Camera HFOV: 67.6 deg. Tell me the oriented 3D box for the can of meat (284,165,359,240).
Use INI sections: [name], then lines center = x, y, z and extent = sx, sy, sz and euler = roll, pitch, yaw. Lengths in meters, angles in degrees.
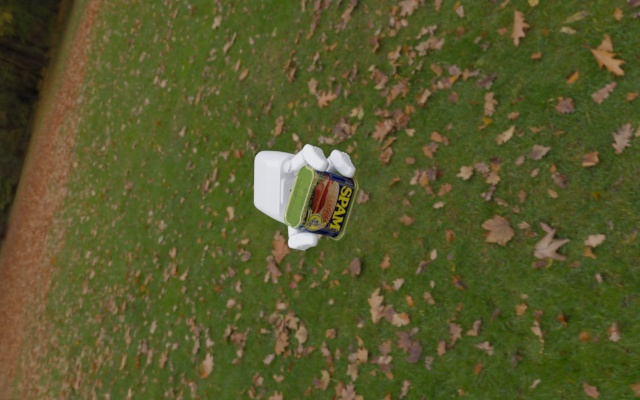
[can of meat]
center = 0.000, 0.002, 0.733
extent = 0.084, 0.102, 0.057
euler = 15, 5, -33
